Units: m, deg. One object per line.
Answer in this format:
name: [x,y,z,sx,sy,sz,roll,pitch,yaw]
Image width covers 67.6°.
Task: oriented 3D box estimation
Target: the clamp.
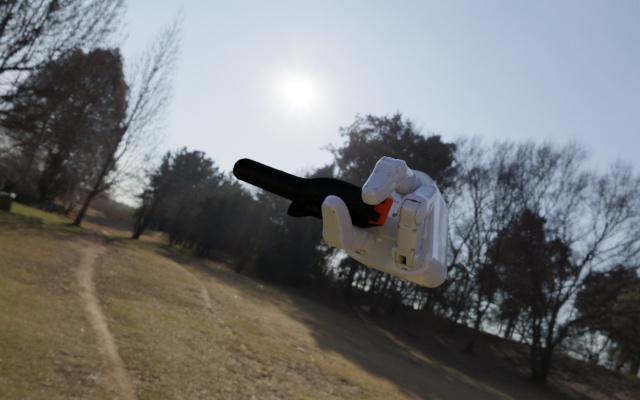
clamp: [0.000,0.001,0.509,0.171,0.039,0.120,17,-9,29]
